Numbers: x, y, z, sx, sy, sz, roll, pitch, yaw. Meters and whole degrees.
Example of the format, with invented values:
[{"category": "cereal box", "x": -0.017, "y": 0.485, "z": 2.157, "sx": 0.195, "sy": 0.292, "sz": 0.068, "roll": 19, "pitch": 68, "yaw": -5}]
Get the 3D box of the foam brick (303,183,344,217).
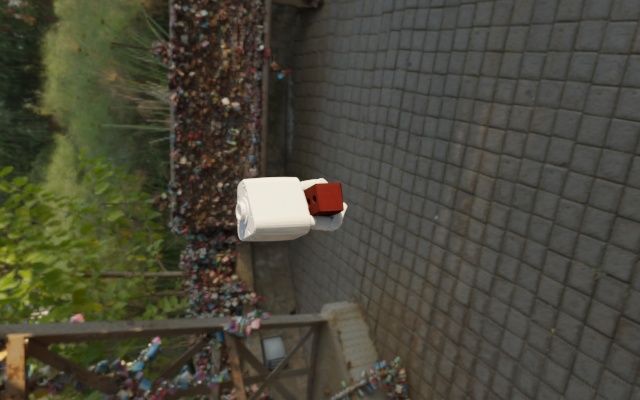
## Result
[{"category": "foam brick", "x": 0.000, "y": 0.003, "z": 0.870, "sx": 0.051, "sy": 0.053, "sz": 0.078, "roll": -1, "pitch": -14, "yaw": -29}]
